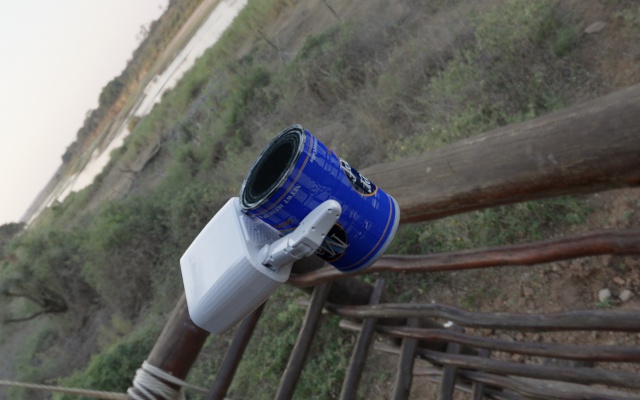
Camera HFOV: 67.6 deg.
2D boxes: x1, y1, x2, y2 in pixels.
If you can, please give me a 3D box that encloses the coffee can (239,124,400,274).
[{"bbox_3d":[0.000,0.002,0.510,0.140,0.102,0.103,36,-18,-26],"label":"coffee can"}]
